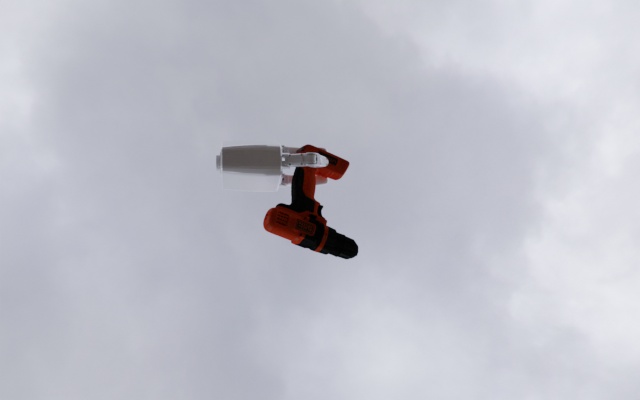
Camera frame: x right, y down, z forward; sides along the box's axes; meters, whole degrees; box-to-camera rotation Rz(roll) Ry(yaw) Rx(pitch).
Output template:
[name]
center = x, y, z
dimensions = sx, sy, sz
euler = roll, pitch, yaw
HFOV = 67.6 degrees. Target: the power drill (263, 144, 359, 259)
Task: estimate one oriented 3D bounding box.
[power drill]
center = 0.000, 0.002, 0.880
dimensions = 0.184, 0.187, 0.057
euler = 23, -29, -20
